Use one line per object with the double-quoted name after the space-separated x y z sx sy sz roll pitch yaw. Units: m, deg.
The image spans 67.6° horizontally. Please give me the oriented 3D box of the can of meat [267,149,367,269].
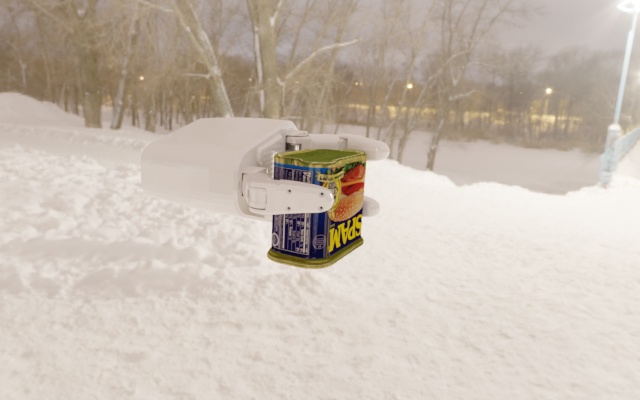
0.000 0.001 0.404 0.057 0.084 0.102 9 13 26 "can of meat"
